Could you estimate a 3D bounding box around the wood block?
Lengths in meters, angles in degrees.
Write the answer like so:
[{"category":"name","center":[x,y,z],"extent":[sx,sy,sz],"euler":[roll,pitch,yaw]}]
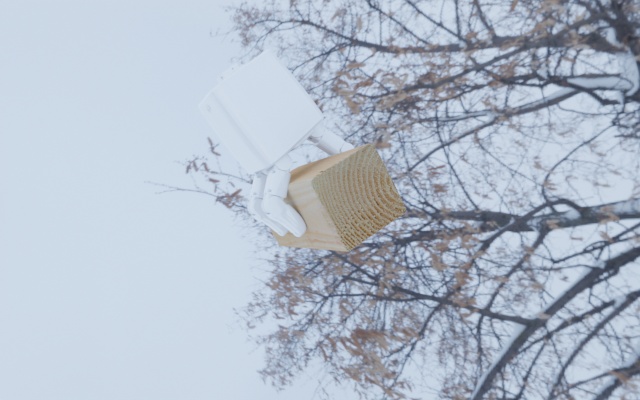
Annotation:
[{"category":"wood block","center":[0.000,0.001,0.602],"extent":[0.091,0.090,0.206],"euler":[-32,10,-23]}]
